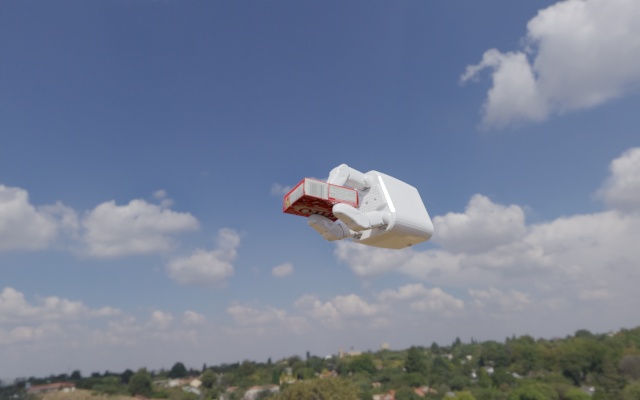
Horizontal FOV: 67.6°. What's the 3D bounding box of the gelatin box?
[{"bbox_3d":[0.000,0.002,0.697,0.089,0.030,0.073,13,-26,-25],"label":"gelatin box"}]
